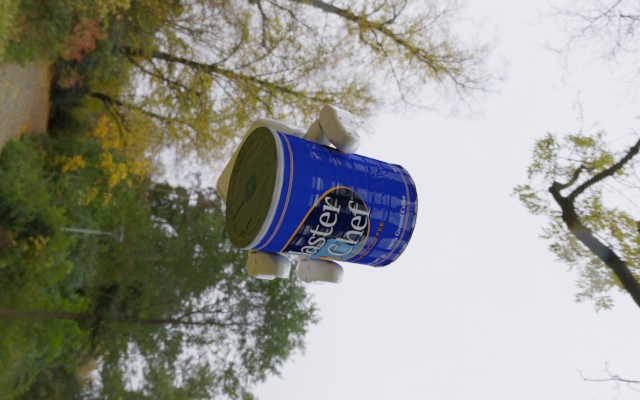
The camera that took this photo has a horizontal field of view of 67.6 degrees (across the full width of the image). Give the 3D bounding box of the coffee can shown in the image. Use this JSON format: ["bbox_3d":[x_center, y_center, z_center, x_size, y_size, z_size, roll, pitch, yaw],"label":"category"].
[{"bbox_3d":[0.000,0.001,0.426,0.140,0.103,0.103,12,-6,-29],"label":"coffee can"}]
